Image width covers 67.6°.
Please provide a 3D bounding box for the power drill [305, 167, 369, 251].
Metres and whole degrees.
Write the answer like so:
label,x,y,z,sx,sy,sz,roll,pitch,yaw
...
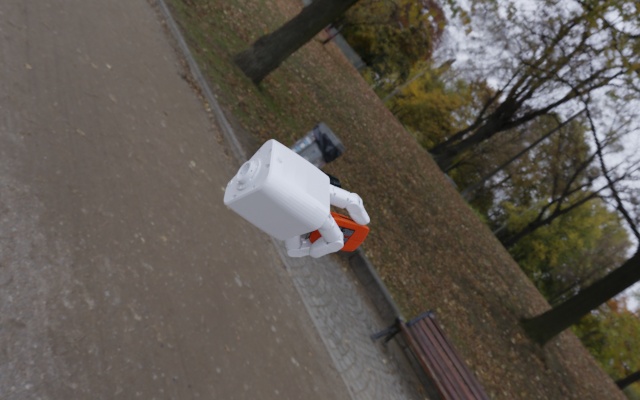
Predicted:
label,x,y,z,sx,sy,sz,roll,pitch,yaw
power drill,0.000,0.003,0.799,0.184,0.057,0.187,13,28,-43
